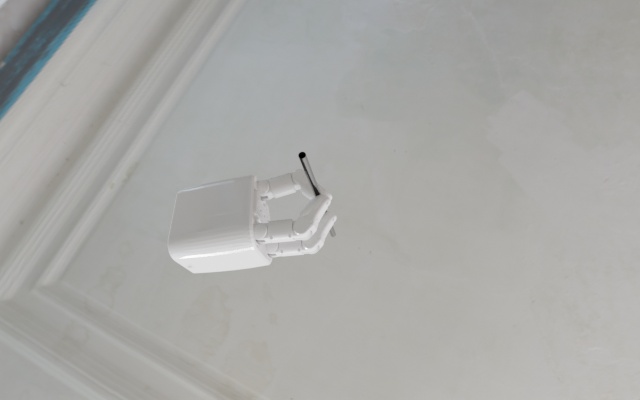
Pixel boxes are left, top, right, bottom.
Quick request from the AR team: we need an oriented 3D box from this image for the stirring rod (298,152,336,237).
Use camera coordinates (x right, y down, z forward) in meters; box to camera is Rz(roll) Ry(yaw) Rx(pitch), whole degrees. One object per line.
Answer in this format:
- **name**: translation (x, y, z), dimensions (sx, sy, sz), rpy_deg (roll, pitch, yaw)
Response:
- **stirring rod**: translation (0.000, 0.002, 0.594), dimensions (0.011, 0.011, 0.240), rpy_deg (0, -24, 10)
